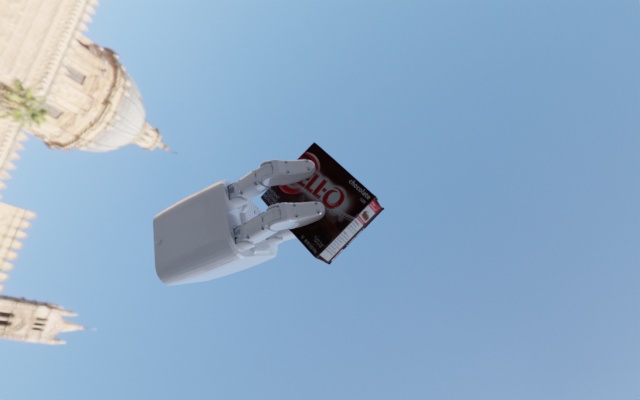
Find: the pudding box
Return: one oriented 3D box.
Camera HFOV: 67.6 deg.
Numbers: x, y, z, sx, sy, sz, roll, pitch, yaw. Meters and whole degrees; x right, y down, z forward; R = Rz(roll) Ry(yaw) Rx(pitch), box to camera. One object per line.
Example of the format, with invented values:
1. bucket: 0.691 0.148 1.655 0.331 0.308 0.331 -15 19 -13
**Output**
1. pudding box: 0.000 0.002 0.529 0.113 0.090 0.039 44 1 32
